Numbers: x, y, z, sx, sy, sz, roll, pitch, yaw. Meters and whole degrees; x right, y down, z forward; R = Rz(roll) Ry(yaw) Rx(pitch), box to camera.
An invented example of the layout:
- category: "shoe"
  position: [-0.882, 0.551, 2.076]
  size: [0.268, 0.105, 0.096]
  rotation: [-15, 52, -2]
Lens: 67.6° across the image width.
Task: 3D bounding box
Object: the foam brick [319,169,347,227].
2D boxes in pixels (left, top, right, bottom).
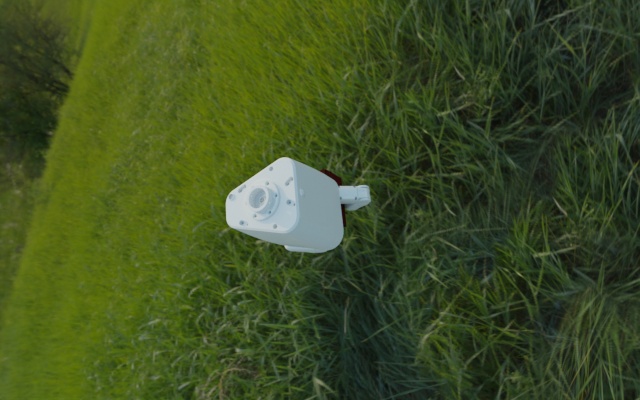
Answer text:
- category: "foam brick"
  position: [0.000, 0.002, 0.682]
  size: [0.053, 0.078, 0.051]
  rotation: [-16, -21, 27]
